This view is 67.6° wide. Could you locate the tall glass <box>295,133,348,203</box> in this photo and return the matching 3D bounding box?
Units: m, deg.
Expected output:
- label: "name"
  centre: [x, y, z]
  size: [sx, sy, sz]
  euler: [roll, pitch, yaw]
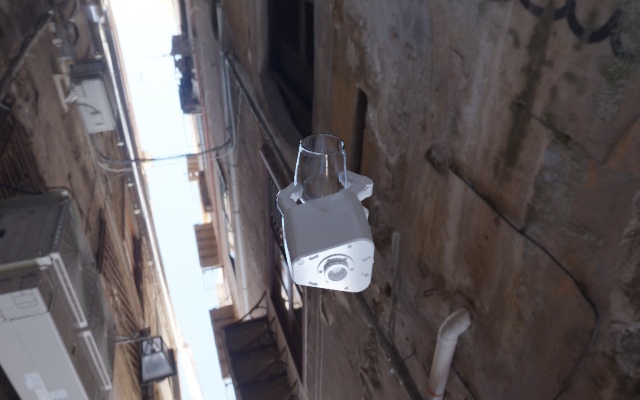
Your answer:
- label: "tall glass"
  centre: [0.000, 0.003, 0.721]
  size: [0.079, 0.201, 0.079]
  euler: [1, 34, -1]
